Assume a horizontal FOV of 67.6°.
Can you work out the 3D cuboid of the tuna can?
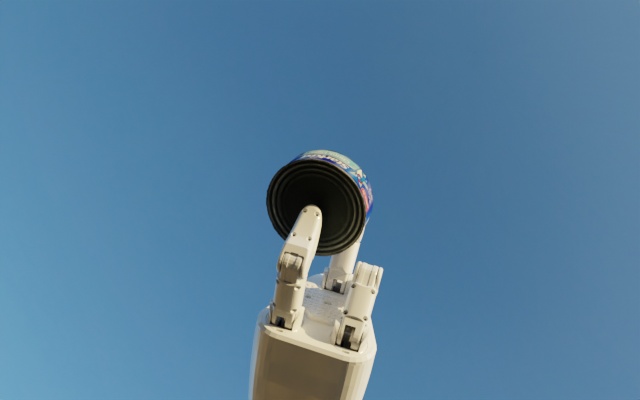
[{"bbox_3d":[0.000,0.001,0.401,0.086,0.086,0.033,0,22,20],"label":"tuna can"}]
